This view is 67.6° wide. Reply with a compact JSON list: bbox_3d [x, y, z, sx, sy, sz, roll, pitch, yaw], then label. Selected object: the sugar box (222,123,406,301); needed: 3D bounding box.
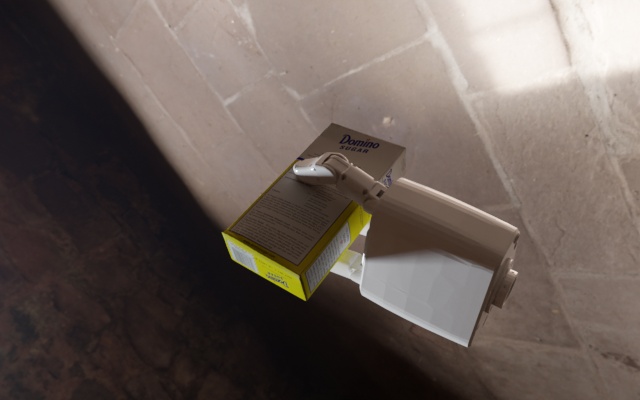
[{"bbox_3d":[0.000,0.002,0.458,0.093,0.048,0.176,24,53,29],"label":"sugar box"}]
